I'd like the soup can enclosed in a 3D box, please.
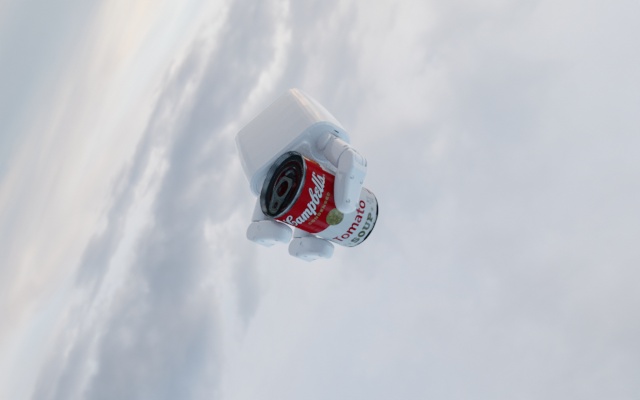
[{"bbox_3d":[0.001,0.002,0.478,0.102,0.068,0.068,25,-15,-35],"label":"soup can"}]
